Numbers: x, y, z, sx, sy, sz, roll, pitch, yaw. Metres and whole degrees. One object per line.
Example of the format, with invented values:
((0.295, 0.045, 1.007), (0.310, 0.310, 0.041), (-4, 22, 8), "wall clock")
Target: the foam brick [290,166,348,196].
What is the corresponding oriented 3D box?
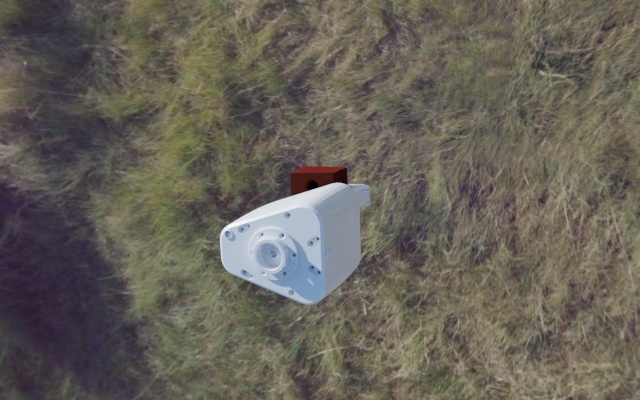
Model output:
((0.000, 0.001, 0.545), (0.053, 0.078, 0.051), (1, 10, 20), "foam brick")
